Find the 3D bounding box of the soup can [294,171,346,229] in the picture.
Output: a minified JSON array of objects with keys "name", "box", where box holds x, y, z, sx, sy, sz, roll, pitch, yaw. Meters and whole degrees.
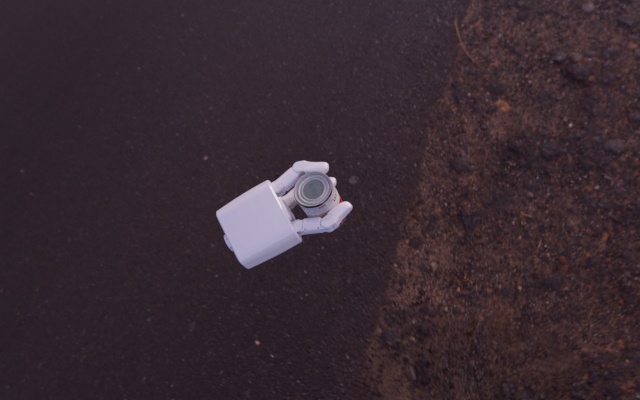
[{"name":"soup can","box":[0.001,0.002,0.812,0.068,0.068,0.102,0,-26,17]}]
